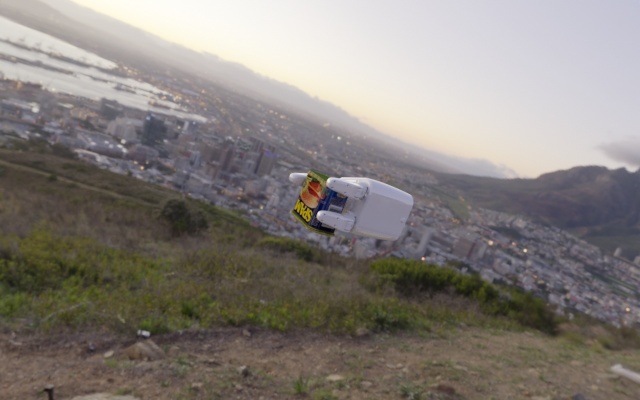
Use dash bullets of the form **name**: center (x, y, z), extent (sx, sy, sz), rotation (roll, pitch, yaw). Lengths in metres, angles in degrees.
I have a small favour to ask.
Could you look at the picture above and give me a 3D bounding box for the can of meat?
- **can of meat**: center (0.000, 0.002, 0.812), extent (0.057, 0.084, 0.102), rotation (17, 11, -29)
